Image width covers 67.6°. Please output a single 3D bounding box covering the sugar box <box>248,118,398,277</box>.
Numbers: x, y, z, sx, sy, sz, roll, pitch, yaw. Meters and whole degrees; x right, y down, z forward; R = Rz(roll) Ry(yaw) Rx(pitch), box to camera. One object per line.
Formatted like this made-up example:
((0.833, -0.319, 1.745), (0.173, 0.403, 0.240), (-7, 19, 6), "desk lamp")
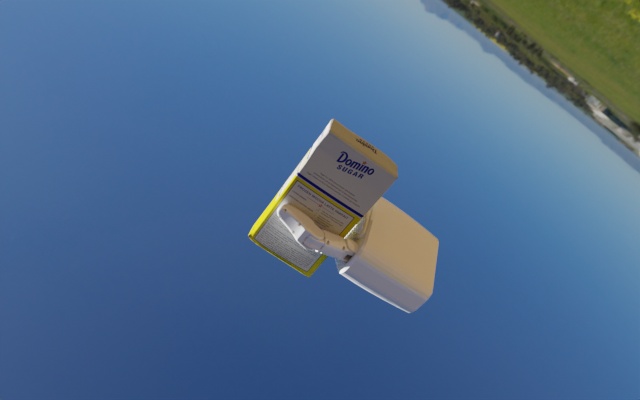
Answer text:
((0.000, 0.002, 0.556), (0.093, 0.176, 0.048), (34, 27, -11), "sugar box")
